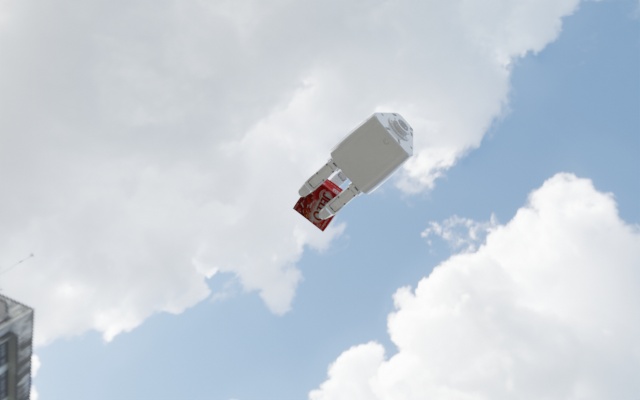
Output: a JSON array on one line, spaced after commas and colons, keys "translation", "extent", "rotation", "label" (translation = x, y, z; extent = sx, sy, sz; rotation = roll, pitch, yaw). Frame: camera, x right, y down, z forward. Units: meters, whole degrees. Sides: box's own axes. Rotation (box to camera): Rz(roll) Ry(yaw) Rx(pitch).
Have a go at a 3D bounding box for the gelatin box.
[{"translation": [0.000, 0.003, 0.873], "extent": [0.073, 0.089, 0.030], "rotation": [37, 37, 5], "label": "gelatin box"}]
